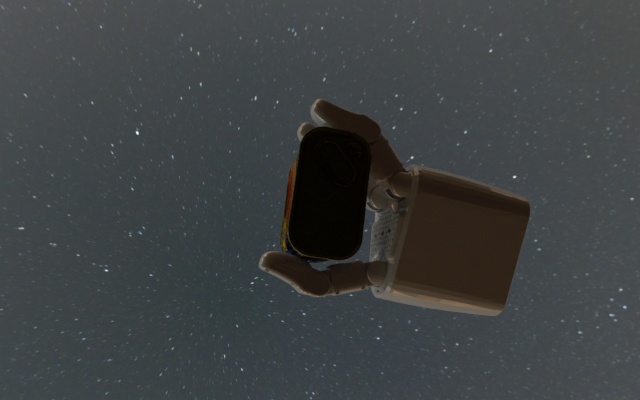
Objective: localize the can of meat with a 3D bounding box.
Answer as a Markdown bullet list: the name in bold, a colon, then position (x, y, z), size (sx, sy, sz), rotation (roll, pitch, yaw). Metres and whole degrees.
- **can of meat**: position (0.000, 0.001, 0.401), size (0.057, 0.102, 0.084), rotation (9, -13, -10)
